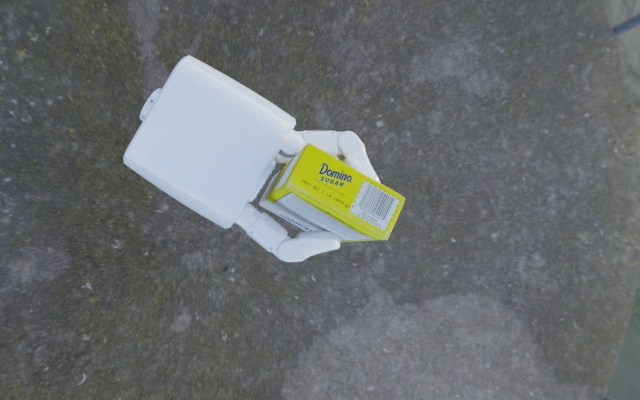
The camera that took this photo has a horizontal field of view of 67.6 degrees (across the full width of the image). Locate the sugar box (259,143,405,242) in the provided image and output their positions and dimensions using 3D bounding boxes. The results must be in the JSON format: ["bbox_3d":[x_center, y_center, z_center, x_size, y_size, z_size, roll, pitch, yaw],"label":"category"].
[{"bbox_3d":[0.000,0.001,0.450,0.093,0.048,0.176,30,-9,-10],"label":"sugar box"}]
